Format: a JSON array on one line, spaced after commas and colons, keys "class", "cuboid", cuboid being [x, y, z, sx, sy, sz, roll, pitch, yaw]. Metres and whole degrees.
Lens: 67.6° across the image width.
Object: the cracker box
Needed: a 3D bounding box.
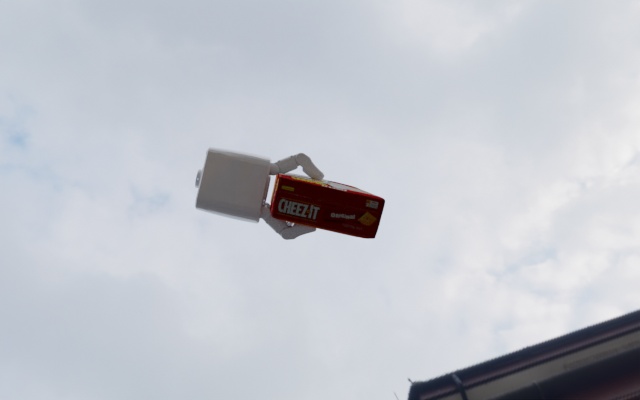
[{"class": "cracker box", "cuboid": [0.000, 0.002, 0.806, 0.164, 0.072, 0.213, 12, 5, -7]}]
